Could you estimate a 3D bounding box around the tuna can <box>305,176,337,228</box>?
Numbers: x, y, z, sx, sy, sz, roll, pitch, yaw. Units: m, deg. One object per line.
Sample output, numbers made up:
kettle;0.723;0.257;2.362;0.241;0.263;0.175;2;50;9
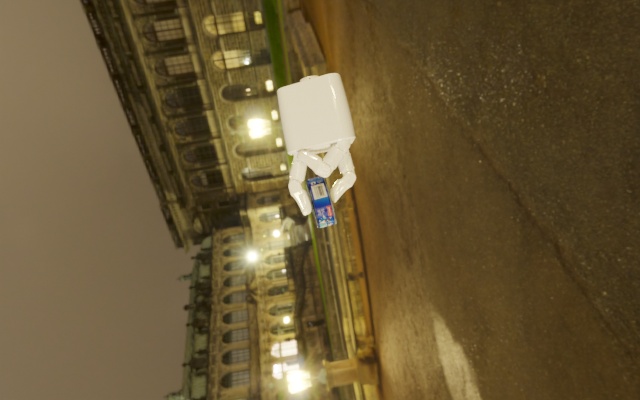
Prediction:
tuna can;0.000;0.003;0.800;0.034;0.086;0.086;-15;1;-3
